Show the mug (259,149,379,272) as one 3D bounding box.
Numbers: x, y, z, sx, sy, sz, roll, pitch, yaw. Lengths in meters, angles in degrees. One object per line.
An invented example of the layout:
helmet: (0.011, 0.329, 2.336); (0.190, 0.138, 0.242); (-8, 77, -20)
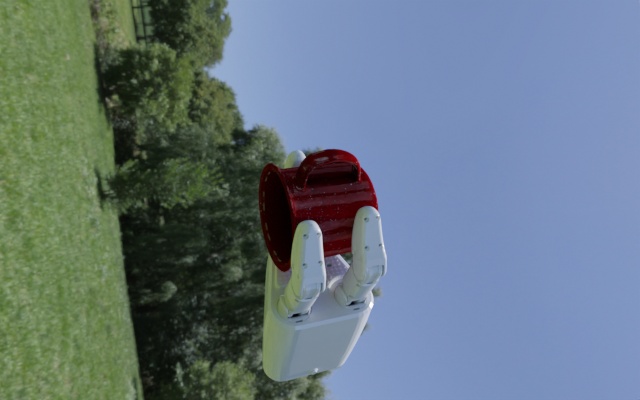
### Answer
mug: (0.001, 0.000, 0.413); (0.081, 0.117, 0.093); (-8, 48, -23)
